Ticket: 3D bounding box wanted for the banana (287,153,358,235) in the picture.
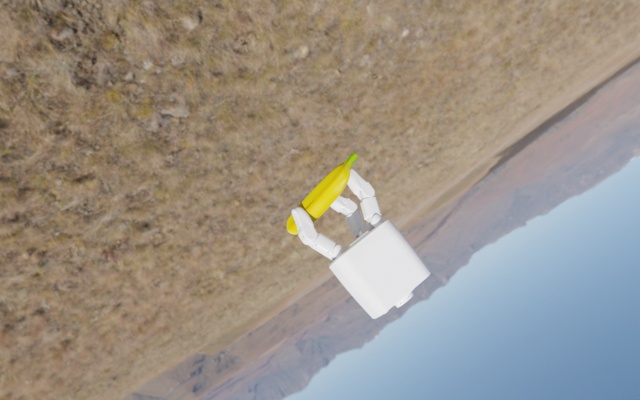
[{"bbox_3d":[-0.007,0.007,0.762,0.198,0.037,0.069,-46,-6,35],"label":"banana"}]
